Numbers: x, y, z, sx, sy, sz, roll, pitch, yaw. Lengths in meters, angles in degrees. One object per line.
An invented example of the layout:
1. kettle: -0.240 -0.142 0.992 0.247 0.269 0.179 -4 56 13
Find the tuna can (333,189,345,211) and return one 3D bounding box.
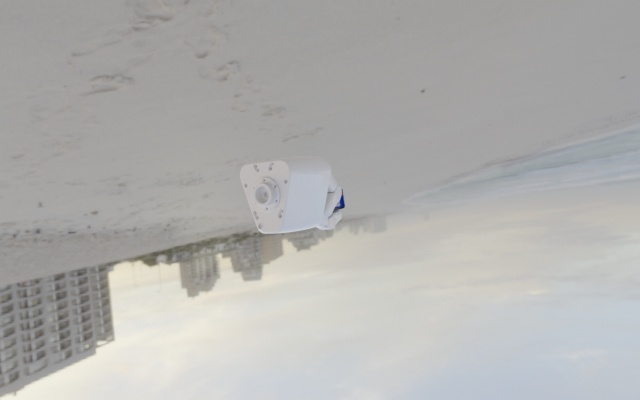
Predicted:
1. tuna can: 0.000 0.003 0.846 0.086 0.034 0.086 -9 3 0
